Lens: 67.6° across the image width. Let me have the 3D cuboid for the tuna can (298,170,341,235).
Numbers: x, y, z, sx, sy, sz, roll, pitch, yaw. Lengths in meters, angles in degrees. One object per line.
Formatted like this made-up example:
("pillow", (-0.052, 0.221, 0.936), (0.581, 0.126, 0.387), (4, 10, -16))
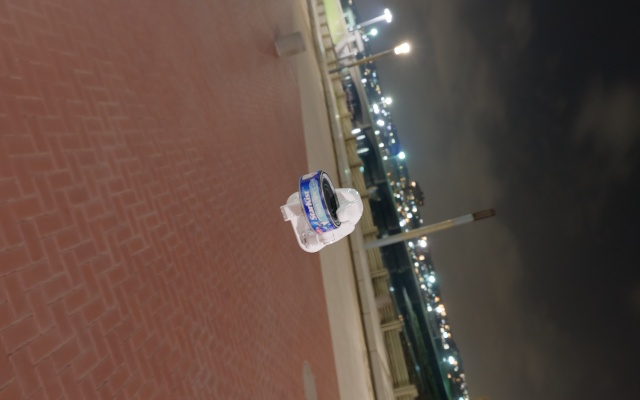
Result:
("tuna can", (0.001, 0.002, 0.664), (0.034, 0.086, 0.086), (-16, -4, 14))
